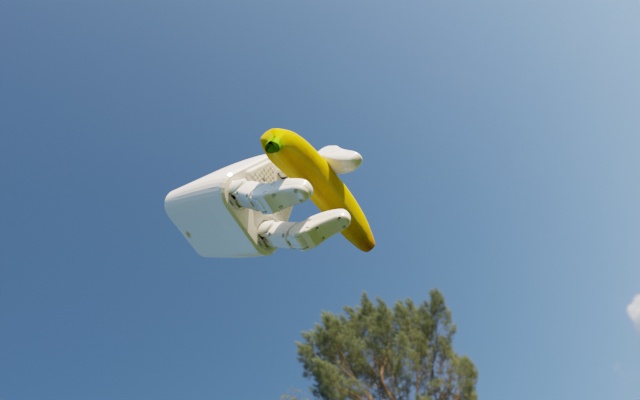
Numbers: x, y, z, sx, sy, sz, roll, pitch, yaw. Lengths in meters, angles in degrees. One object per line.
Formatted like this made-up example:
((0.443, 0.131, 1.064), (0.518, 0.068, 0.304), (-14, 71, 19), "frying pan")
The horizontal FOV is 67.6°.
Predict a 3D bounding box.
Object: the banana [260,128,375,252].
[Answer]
((-0.004, -0.014, 0.478), (0.037, 0.069, 0.198), (-27, -43, 19), "banana")
